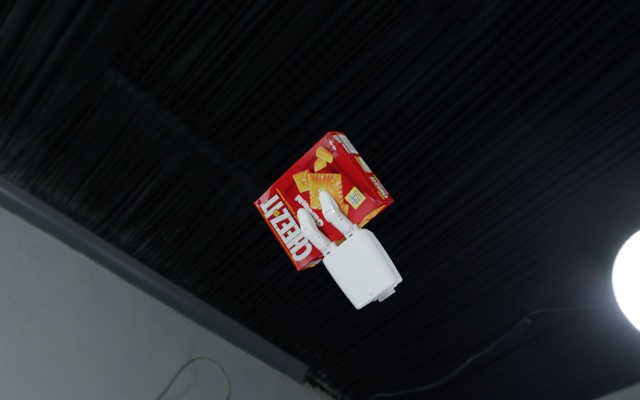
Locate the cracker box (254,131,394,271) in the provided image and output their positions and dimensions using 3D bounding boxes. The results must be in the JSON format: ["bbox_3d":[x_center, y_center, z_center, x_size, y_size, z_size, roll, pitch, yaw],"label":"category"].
[{"bbox_3d":[0.000,0.003,0.884,0.214,0.164,0.072,-41,-16,23],"label":"cracker box"}]
